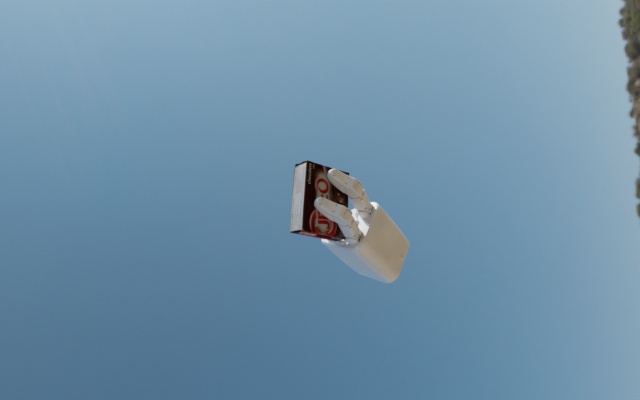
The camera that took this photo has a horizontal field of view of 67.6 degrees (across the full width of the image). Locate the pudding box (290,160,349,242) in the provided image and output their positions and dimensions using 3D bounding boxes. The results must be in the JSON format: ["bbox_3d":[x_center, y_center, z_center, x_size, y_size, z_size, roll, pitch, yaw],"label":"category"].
[{"bbox_3d":[0.000,0.002,0.750,0.090,0.113,0.039,14,-19,-39],"label":"pudding box"}]
